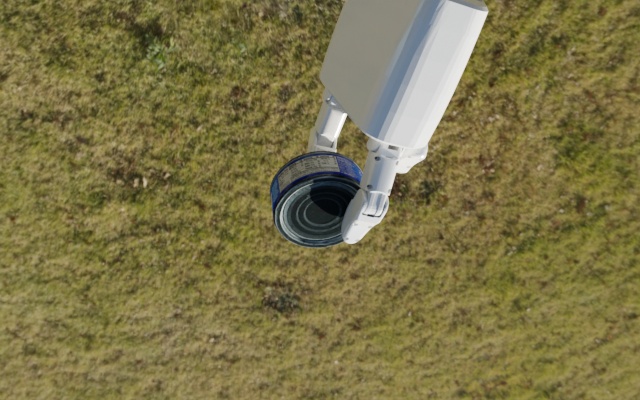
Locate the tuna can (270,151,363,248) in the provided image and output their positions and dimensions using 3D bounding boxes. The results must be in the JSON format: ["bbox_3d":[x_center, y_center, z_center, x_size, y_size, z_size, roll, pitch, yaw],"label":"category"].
[{"bbox_3d":[0.000,0.002,0.412,0.086,0.086,0.033,0,42,-12],"label":"tuna can"}]
